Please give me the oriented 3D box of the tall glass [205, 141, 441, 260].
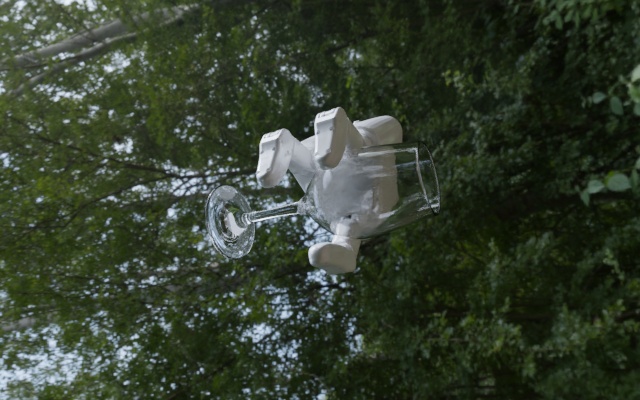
[{"bbox_3d":[-0.001,0.002,0.425,0.201,0.079,0.079,-12,-6,26],"label":"tall glass"}]
